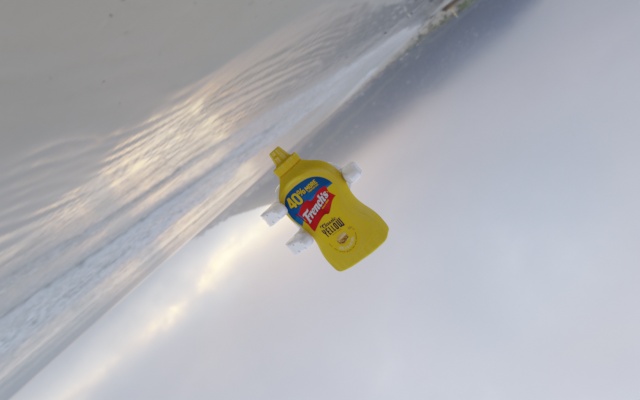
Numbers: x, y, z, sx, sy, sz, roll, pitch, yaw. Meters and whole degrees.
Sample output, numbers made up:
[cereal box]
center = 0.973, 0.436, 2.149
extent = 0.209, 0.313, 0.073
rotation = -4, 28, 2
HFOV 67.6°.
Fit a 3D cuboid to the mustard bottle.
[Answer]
[mustard bottle]
center = 0.000, 0.002, 0.659
extent = 0.096, 0.191, 0.058
rotation = -38, 8, 25
